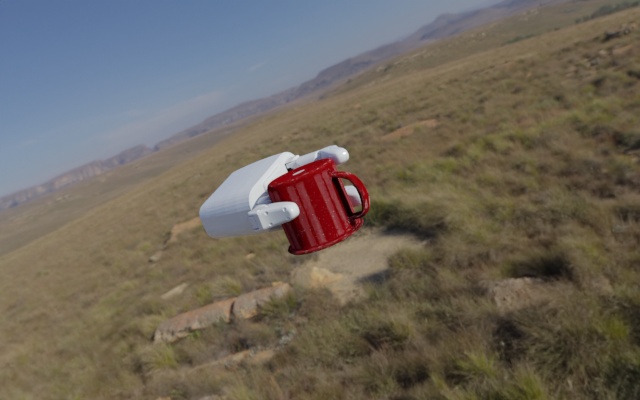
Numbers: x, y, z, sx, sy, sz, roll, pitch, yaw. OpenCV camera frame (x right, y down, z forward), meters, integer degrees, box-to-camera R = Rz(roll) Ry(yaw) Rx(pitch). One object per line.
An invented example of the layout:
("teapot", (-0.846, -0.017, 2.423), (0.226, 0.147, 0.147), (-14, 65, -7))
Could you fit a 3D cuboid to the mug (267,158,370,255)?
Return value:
("mug", (0.001, 0.001, 0.531), (0.117, 0.081, 0.093), (-14, 15, 37))
